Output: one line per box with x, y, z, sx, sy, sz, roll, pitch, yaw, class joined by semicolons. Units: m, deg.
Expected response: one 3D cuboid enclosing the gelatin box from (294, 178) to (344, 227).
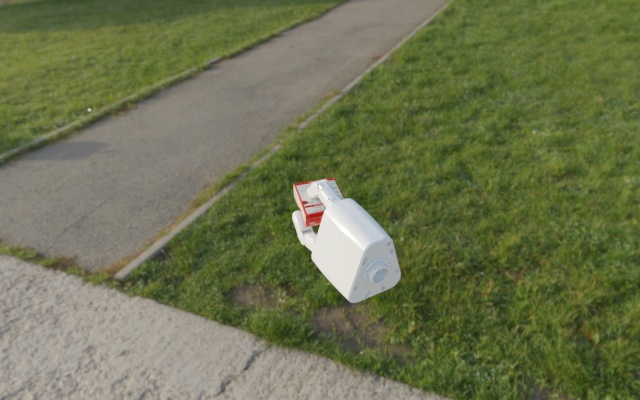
0.000;0.002;0.800;0.073;0.030;0.089;-10;40;-12;gelatin box
